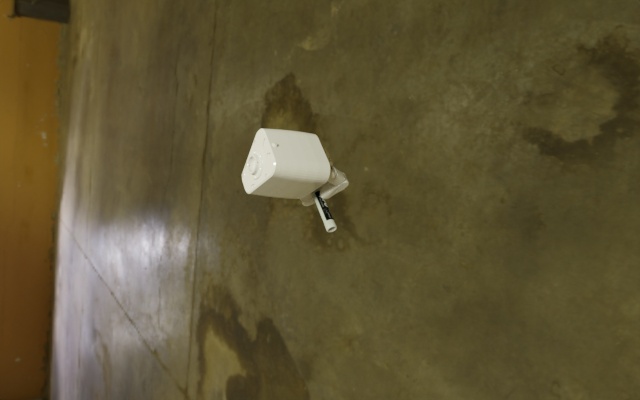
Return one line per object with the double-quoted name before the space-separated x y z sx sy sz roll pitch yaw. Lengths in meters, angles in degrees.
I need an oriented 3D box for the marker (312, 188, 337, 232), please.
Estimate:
"marker" 0.000 0.003 0.858 0.020 0.121 0.020 -16 -32 -10
